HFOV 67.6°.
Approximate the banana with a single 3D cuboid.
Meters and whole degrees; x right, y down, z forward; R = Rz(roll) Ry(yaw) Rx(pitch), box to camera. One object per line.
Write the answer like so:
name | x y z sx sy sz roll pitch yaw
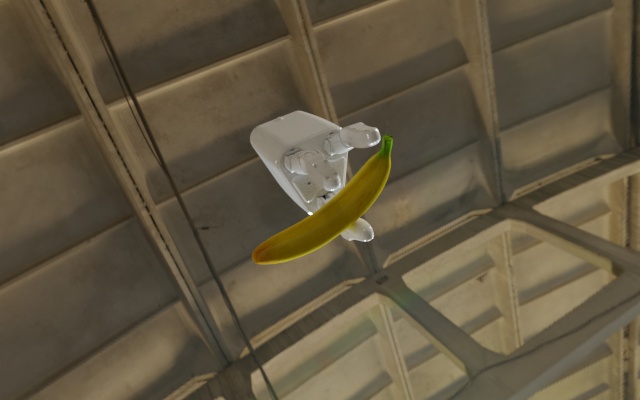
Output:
banana | 0.011 0.010 0.532 0.037 0.198 0.070 42 -6 48
